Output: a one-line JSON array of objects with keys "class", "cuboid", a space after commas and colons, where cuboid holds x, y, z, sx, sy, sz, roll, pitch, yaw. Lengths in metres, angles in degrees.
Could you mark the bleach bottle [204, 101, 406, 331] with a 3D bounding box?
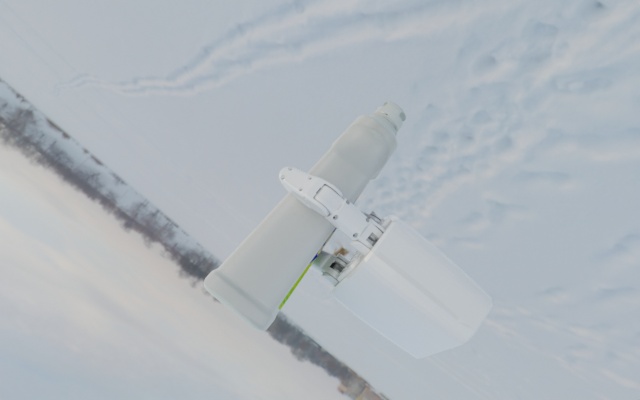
[{"class": "bleach bottle", "cuboid": [0.000, 0.002, 0.451, 0.068, 0.250, 0.102, 39, -13, 2]}]
